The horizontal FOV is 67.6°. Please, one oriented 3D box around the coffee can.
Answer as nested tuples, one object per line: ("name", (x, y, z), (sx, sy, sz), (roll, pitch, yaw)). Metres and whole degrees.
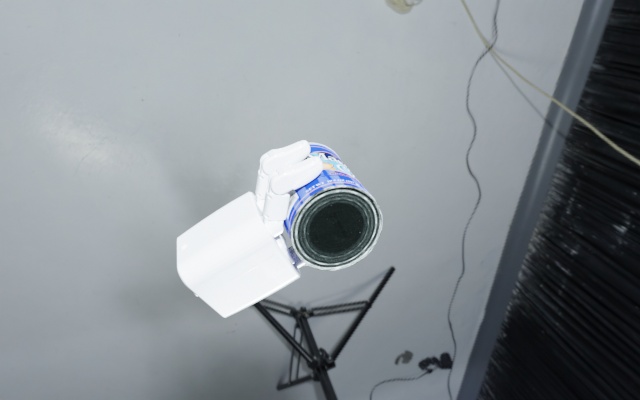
("coffee can", (0.000, 0.002, 0.565), (0.103, 0.103, 0.140), (0, 25, -17))
